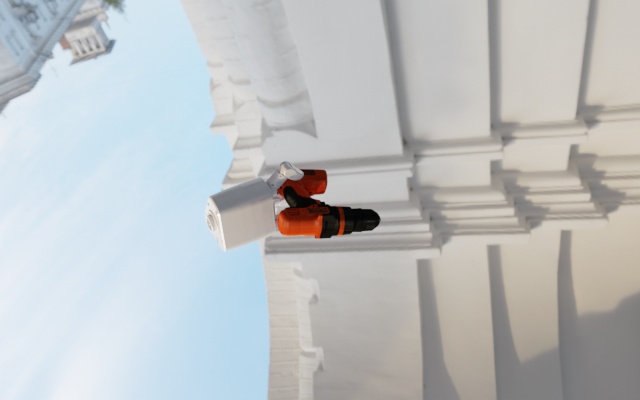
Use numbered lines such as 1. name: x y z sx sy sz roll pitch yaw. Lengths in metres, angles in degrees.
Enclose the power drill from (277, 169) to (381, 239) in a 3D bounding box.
1. power drill: 0.000 0.003 0.888 0.184 0.057 0.187 0 27 -17
